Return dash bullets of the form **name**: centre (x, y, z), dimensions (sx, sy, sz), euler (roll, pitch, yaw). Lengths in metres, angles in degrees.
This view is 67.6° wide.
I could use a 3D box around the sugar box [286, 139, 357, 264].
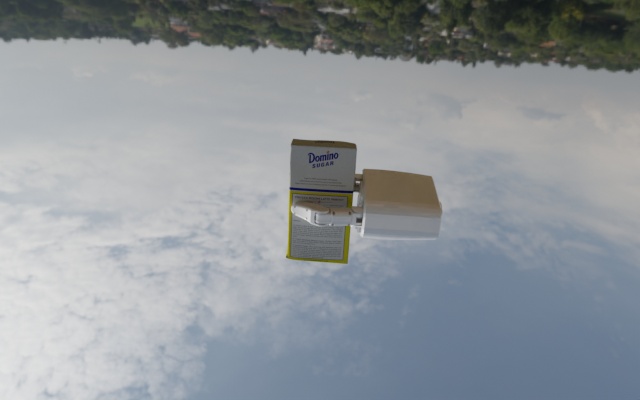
- **sugar box**: centre (0.000, 0.002, 0.690), dimensions (0.093, 0.176, 0.048), euler (4, 18, 0)
